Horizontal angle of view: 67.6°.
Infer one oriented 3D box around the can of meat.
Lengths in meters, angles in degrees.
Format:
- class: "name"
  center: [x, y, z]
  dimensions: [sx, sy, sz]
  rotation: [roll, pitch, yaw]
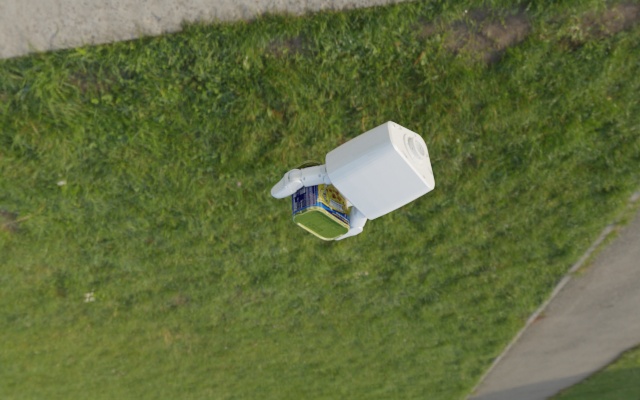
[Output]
- class: "can of meat"
  center: [0.000, 0.003, 0.716]
  dimensions: [0.057, 0.084, 0.102]
  rotation: [-25, -38, 29]
